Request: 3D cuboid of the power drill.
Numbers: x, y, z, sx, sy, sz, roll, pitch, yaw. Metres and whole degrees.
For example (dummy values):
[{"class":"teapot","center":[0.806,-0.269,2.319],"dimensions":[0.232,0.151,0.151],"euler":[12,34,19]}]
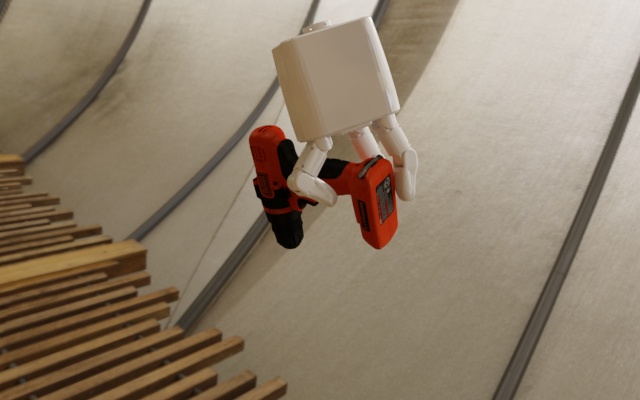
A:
[{"class":"power drill","center":[0.000,0.002,0.594],"dimensions":[0.187,0.185,0.057],"euler":[12,40,32]}]
